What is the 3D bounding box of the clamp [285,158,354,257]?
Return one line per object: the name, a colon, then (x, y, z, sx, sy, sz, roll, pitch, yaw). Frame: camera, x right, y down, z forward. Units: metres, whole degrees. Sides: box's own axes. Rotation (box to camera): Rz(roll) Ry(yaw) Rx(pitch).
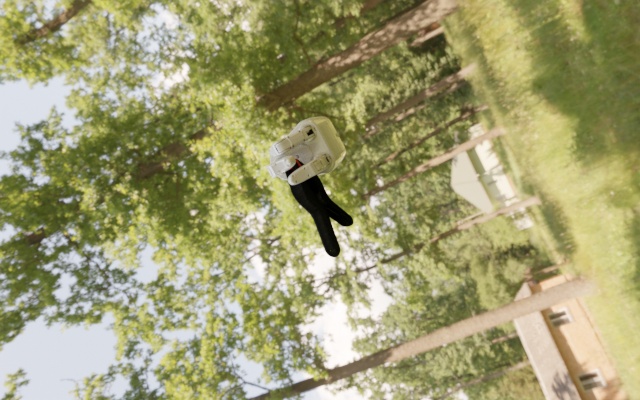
clamp: (0.000, 0.003, 0.811, 0.039, 0.171, 0.120, -26, 7, 21)
